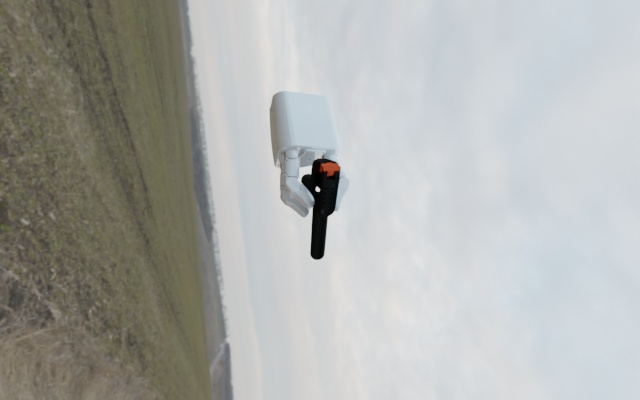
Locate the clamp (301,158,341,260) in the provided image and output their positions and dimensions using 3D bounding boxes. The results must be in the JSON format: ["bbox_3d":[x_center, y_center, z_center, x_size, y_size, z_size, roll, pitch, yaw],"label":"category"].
[{"bbox_3d":[0.001,0.002,0.785,0.036,0.164,0.210,-4,-16,-12],"label":"clamp"}]
